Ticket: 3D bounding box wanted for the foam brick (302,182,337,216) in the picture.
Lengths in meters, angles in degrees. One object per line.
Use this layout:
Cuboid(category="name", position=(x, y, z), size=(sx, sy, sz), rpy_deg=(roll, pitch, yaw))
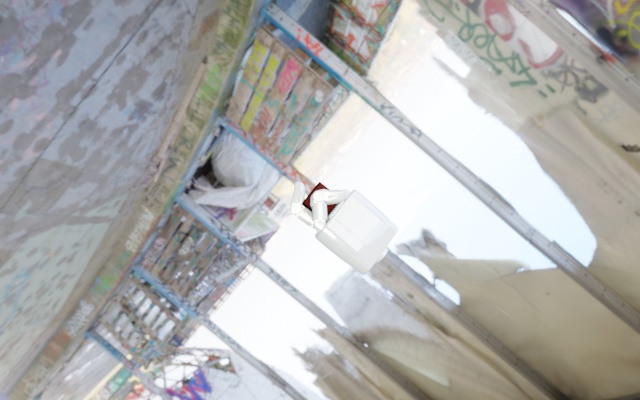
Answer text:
Cuboid(category="foam brick", position=(0.000, 0.003, 0.888), size=(0.051, 0.053, 0.078), rpy_deg=(39, -3, -1))
